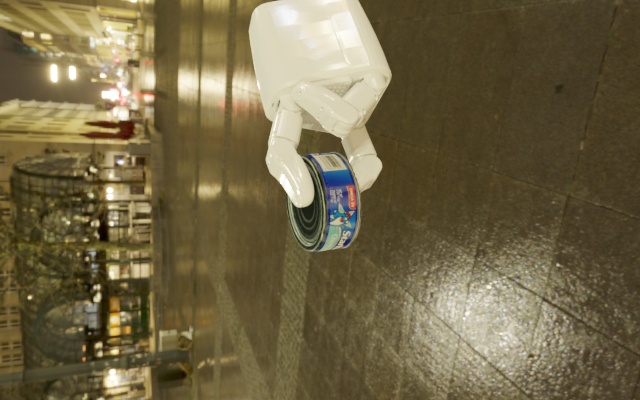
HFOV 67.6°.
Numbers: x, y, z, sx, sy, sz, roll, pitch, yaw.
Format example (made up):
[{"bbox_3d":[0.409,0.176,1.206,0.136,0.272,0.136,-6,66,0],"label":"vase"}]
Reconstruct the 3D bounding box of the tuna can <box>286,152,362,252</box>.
[{"bbox_3d":[0.000,0.001,0.415,0.034,0.086,0.086,-6,3,-25],"label":"tuna can"}]
